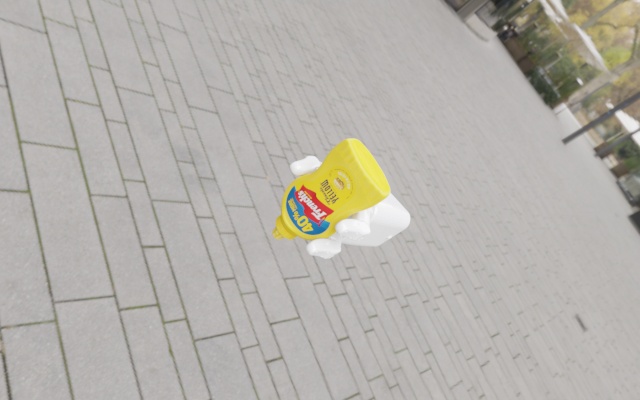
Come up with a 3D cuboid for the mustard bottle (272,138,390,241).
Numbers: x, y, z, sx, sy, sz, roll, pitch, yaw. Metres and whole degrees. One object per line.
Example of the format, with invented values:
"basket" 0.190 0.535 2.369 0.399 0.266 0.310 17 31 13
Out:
"mustard bottle" 0.000 0.002 0.683 0.192 0.096 0.058 -37 -9 29
